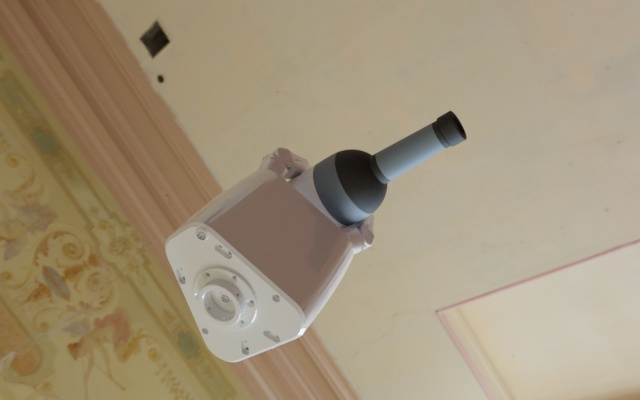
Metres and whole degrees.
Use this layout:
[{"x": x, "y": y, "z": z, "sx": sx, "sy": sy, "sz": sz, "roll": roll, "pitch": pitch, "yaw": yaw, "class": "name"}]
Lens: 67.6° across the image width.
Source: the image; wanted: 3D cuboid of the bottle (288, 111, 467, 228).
[{"x": 0.000, "y": 0.002, "z": 0.460, "sx": 0.296, "sy": 0.069, "sz": 0.069, "roll": -29, "pitch": -15, "yaw": 28, "class": "bottle"}]
